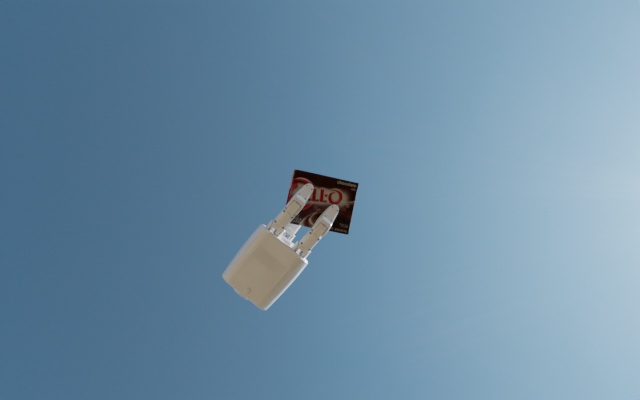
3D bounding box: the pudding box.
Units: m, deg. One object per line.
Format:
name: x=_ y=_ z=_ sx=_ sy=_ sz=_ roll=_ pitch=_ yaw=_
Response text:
pudding box: x=0.000 y=0.003 z=0.807 sx=0.113 sy=0.090 sz=0.039 roll=12 pitch=0 yaw=-8
